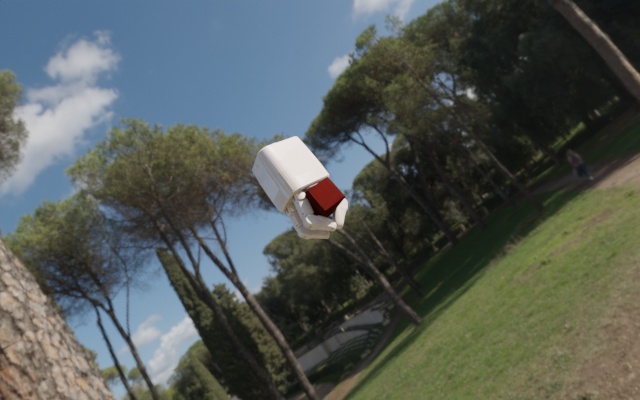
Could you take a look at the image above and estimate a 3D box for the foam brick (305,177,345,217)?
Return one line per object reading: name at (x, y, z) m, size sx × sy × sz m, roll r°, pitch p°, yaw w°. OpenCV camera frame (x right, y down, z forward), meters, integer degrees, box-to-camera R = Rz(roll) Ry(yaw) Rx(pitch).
foam brick at (0.000, 0.003, 0.884) m, size 0.053 × 0.051 × 0.078 m, roll -34°, pitch -10°, yaw -29°
